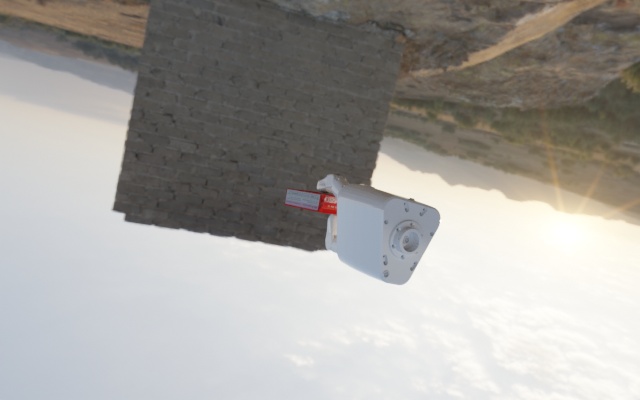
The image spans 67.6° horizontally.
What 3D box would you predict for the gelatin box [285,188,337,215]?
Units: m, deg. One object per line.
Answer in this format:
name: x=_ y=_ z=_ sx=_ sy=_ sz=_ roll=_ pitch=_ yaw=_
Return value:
gelatin box: x=0.000 y=0.003 z=0.734 sx=0.073 sy=0.030 sz=0.089 roll=9 pitch=0 yaw=-40
